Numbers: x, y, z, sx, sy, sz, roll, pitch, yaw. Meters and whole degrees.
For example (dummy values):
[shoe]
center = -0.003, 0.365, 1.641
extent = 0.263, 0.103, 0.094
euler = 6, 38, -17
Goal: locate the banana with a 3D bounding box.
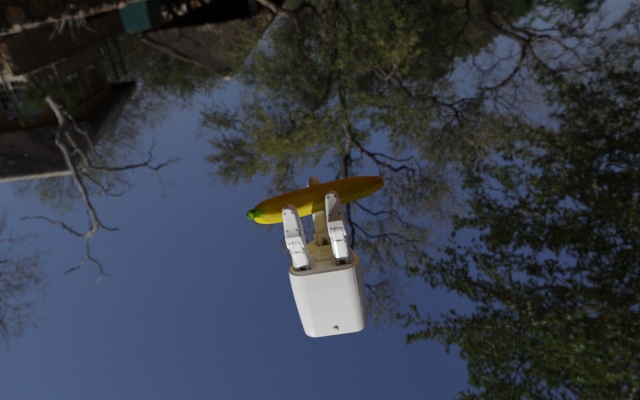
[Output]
[banana]
center = -0.010, 0.001, 0.658
extent = 0.198, 0.037, 0.069
euler = -16, 12, -19
